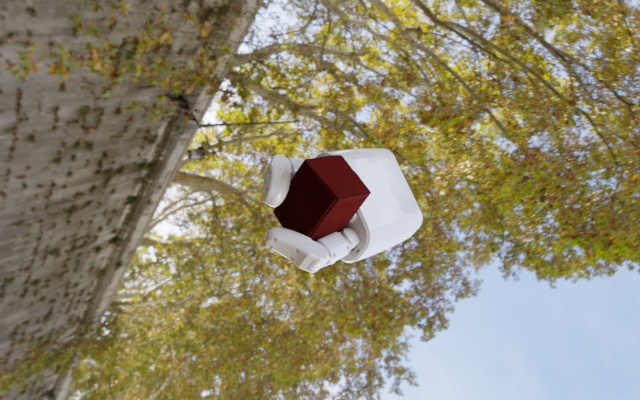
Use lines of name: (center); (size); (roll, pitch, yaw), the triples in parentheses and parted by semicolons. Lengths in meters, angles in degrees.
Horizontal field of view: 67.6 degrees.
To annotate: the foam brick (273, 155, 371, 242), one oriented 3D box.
foam brick: (0.000, 0.001, 0.462); (0.051, 0.053, 0.078); (-13, -32, -44)
